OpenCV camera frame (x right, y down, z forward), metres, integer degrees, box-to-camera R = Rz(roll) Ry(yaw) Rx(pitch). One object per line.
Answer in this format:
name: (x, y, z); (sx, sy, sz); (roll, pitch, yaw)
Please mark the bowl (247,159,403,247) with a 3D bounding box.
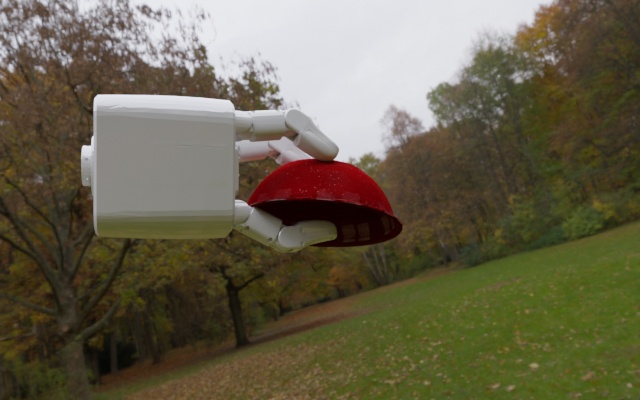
bowl: (0.001, 0.001, 0.474); (0.162, 0.055, 0.162); (4, -19, 1)
